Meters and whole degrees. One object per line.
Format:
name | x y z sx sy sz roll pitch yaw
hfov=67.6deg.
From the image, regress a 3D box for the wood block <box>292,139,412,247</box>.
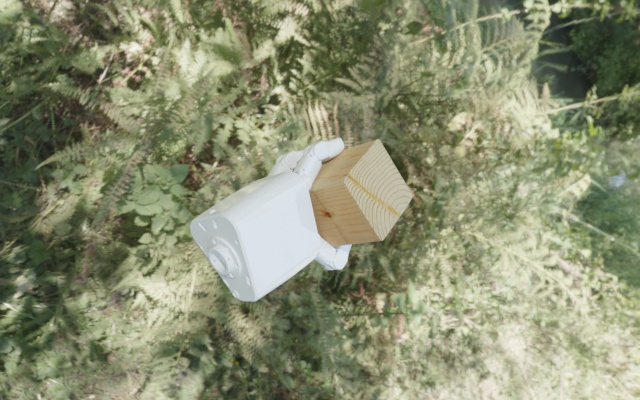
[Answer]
wood block | 0.000 0.003 0.624 0.206 0.091 0.090 -12 29 47
